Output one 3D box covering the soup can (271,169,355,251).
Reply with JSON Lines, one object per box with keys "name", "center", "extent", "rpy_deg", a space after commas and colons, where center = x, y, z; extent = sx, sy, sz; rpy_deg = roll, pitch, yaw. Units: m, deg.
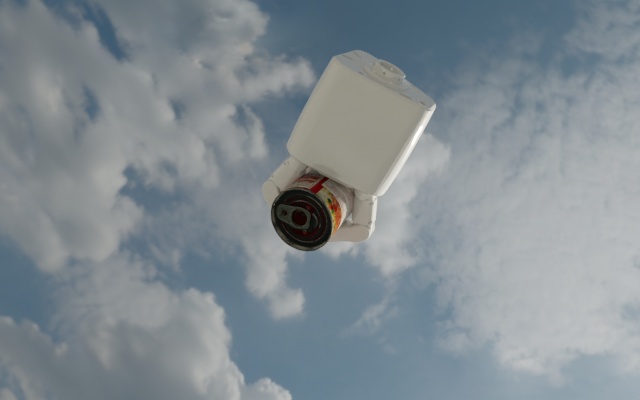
{"name": "soup can", "center": [0.000, 0.002, 0.514], "extent": [0.068, 0.068, 0.102], "rpy_deg": [0, 21, 25]}
